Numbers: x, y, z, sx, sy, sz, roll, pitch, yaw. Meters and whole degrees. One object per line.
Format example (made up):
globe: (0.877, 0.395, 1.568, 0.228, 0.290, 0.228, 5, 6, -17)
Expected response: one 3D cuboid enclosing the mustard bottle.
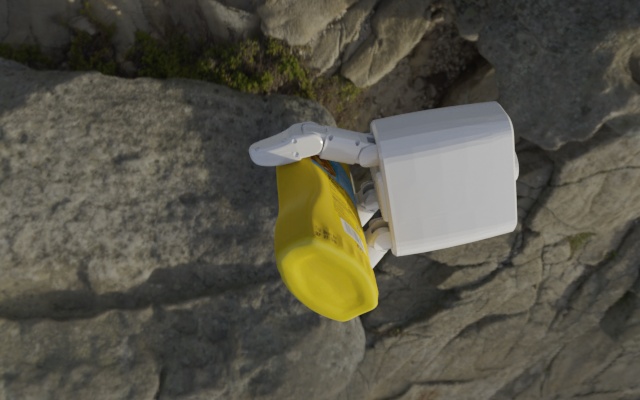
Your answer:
mustard bottle: (0.000, 0.002, 0.411, 0.058, 0.191, 0.096, -30, -55, 18)
